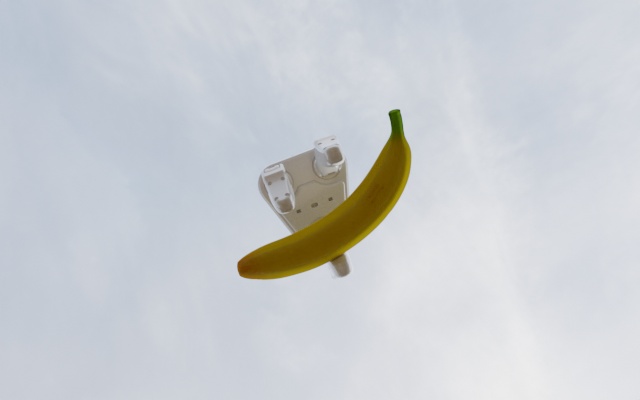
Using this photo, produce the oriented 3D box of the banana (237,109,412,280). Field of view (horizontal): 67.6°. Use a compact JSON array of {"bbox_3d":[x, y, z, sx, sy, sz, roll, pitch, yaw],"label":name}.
[{"bbox_3d":[0.016,0.012,0.423,0.069,0.198,0.037,44,2,-13],"label":"banana"}]
